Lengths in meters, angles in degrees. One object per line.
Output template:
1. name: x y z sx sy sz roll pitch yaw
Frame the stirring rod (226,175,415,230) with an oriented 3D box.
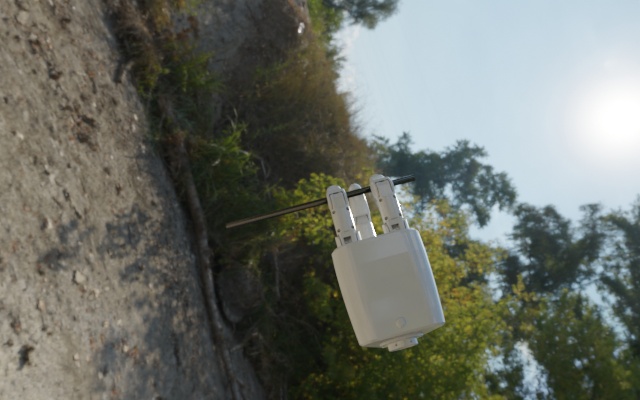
1. stirring rod: 0.000 0.002 0.593 0.239 0.011 0.011 -15 0 -1
